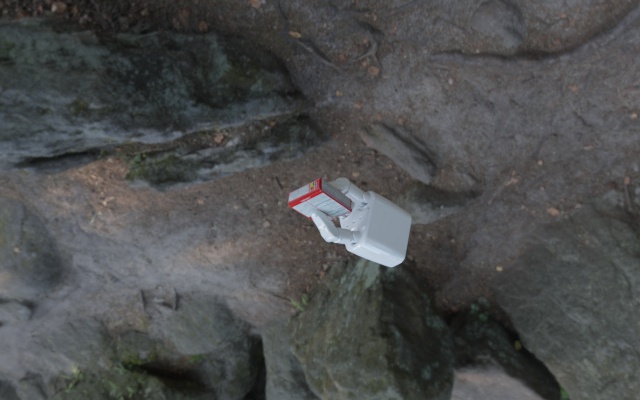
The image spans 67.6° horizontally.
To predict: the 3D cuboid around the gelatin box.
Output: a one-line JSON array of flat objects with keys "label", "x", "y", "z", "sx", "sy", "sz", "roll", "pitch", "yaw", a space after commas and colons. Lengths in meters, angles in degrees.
[{"label": "gelatin box", "x": 0.000, "y": 0.003, "z": 0.825, "sx": 0.073, "sy": 0.030, "sz": 0.089, "roll": -24, "pitch": -39, "yaw": 32}]
